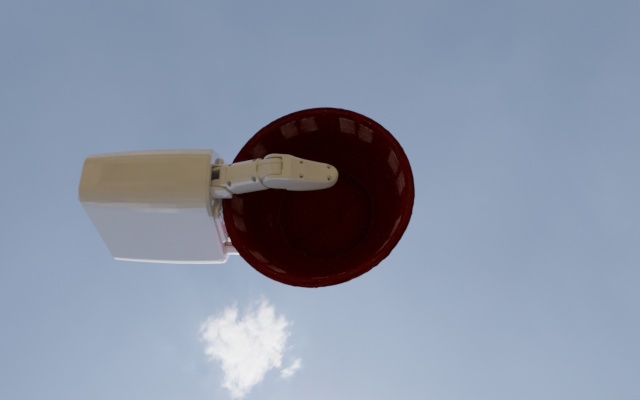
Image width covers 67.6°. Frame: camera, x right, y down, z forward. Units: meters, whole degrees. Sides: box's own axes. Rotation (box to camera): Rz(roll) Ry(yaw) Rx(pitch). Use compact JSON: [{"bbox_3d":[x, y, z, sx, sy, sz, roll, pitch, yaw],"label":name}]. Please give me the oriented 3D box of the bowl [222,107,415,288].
[{"bbox_3d":[0.001,0.002,0.416,0.162,0.162,0.055,0,-22,11],"label":"bowl"}]
